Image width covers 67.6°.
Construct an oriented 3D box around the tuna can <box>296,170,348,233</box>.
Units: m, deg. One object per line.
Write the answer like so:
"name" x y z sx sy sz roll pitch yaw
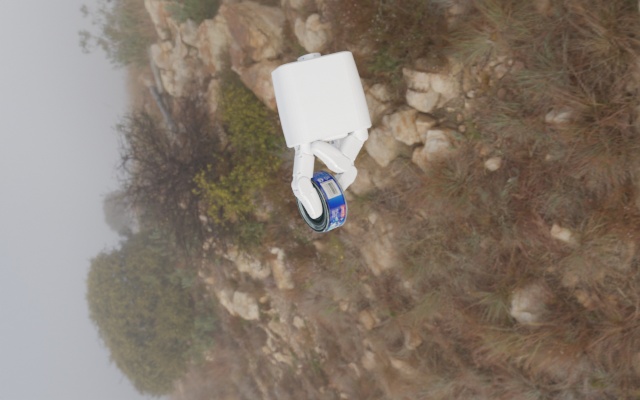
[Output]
"tuna can" 0.000 0.002 0.685 0.033 0.086 0.086 -21 11 -29
